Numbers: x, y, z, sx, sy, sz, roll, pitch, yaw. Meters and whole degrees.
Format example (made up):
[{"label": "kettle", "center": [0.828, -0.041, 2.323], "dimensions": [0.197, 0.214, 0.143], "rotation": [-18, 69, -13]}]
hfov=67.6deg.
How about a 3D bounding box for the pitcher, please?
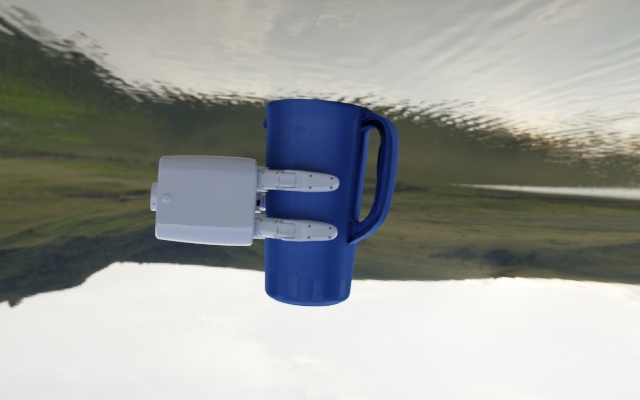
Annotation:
[{"label": "pitcher", "center": [0.000, 0.002, 0.587], "dimensions": [0.145, 0.243, 0.149], "rotation": [3, 1, -14]}]
